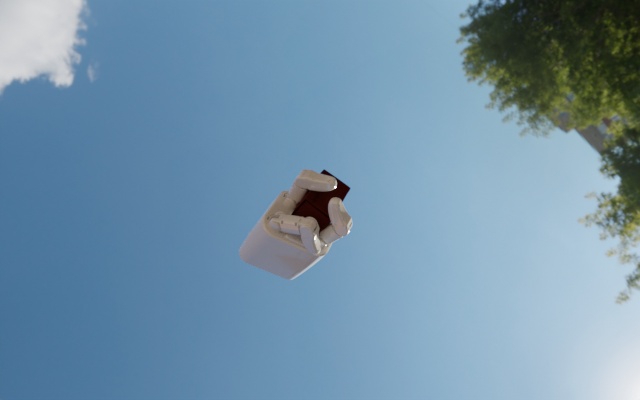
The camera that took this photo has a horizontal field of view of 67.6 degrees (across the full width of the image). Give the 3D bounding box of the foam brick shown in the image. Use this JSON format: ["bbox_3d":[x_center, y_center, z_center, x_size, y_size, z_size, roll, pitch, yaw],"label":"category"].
[{"bbox_3d":[0.000,0.002,0.721,0.053,0.078,0.051,37,-44,-5],"label":"foam brick"}]
